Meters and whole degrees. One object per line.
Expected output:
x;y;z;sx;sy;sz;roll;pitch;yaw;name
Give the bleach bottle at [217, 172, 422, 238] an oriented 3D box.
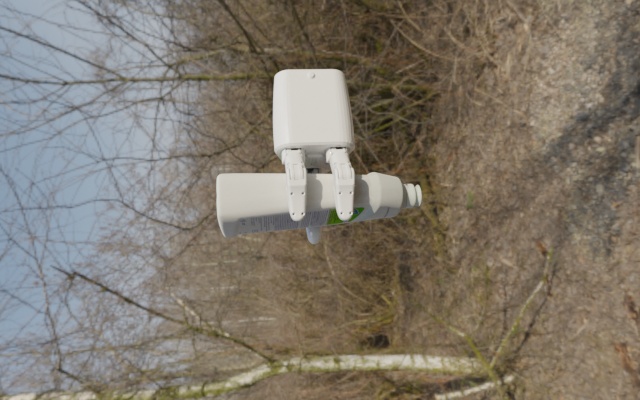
0.000;0.002;0.606;0.251;0.068;0.103;-2;-18;-7;bleach bottle
